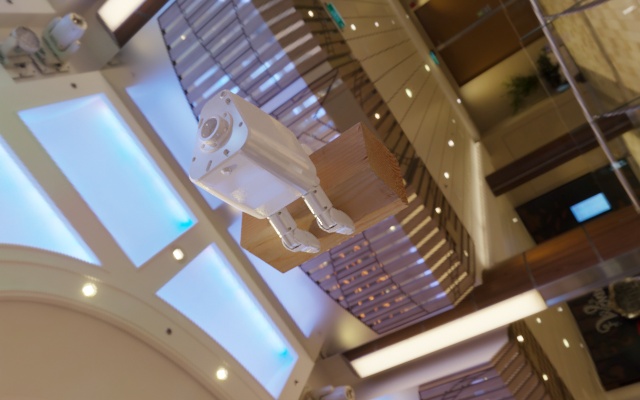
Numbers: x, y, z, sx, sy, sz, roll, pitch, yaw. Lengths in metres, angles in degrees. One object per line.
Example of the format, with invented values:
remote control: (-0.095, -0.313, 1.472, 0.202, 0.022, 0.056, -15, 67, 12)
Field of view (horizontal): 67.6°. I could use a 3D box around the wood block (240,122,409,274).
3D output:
wood block: (0.000, 0.002, 0.631, 0.206, 0.090, 0.090, -31, -49, 25)
